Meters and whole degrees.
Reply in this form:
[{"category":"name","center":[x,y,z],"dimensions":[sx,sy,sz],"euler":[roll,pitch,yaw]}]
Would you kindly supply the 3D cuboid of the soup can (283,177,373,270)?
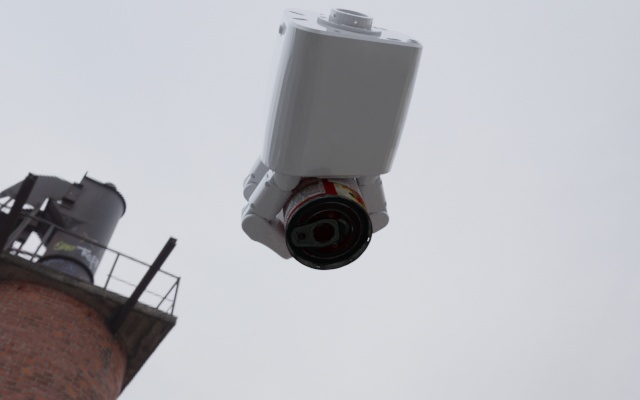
[{"category":"soup can","center":[0.000,0.002,0.406],"dimensions":[0.068,0.068,0.102],"euler":[0,30,-9]}]
